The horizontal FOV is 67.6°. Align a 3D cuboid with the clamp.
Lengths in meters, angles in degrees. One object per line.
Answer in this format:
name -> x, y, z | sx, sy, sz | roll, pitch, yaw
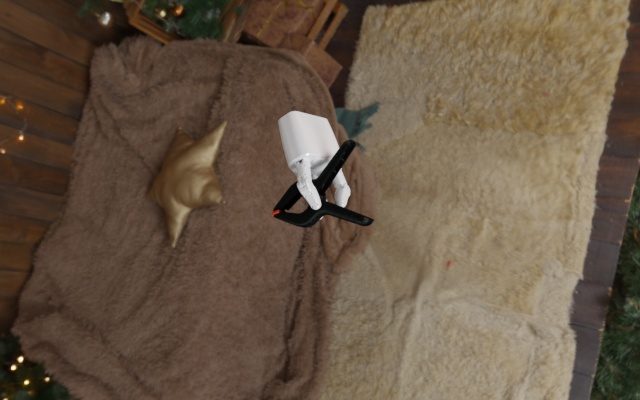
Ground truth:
clamp -> -0.001, 0.003, 0.891 | 0.210, 0.164, 0.036 | -29, -25, 25
